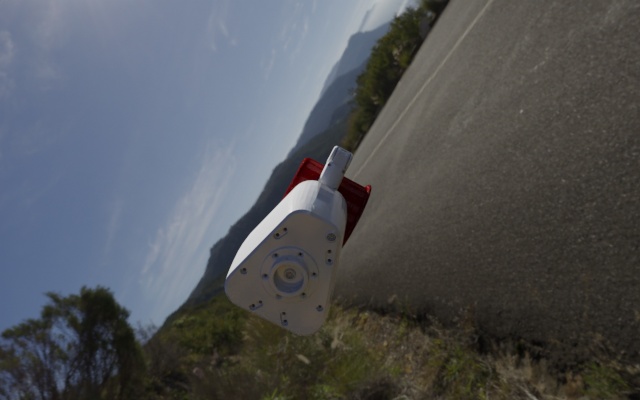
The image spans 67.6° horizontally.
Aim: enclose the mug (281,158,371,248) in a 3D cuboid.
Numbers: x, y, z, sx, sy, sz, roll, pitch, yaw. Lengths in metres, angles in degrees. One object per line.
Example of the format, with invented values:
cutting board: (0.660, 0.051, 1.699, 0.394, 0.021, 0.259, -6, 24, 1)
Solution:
mug: (0.000, 0.001, 0.554, 0.081, 0.093, 0.117, 28, 12, -4)
